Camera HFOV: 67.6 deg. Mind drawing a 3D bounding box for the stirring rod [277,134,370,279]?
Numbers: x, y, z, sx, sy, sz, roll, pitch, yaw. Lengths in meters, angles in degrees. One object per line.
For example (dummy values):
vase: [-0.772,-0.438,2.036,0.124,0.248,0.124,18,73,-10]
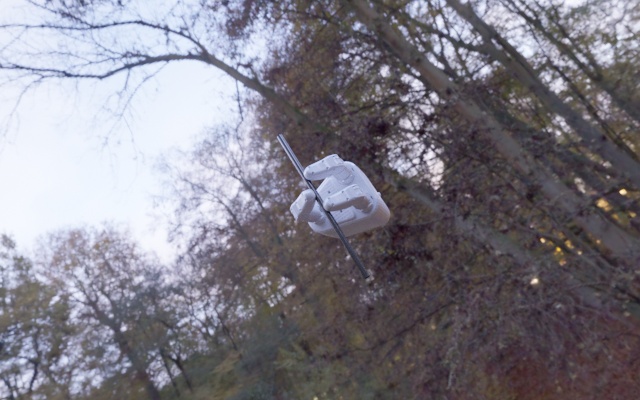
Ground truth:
stirring rod: [0.000,0.002,0.649,0.011,0.239,0.011,-27,-21,-12]
